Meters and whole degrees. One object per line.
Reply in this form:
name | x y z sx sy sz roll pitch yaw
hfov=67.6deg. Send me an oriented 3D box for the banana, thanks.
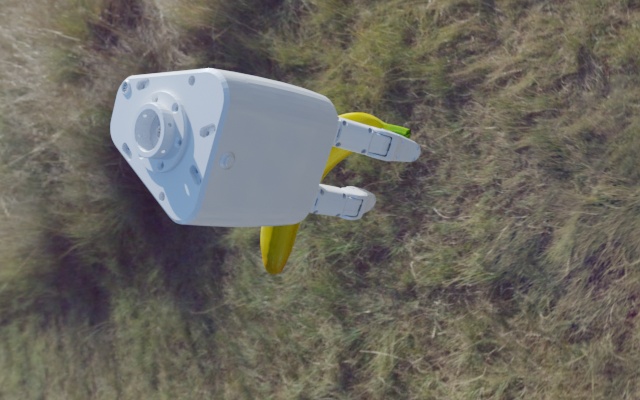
banana | -0.008 -0.015 0.446 0.198 0.069 0.037 -48 -24 24
